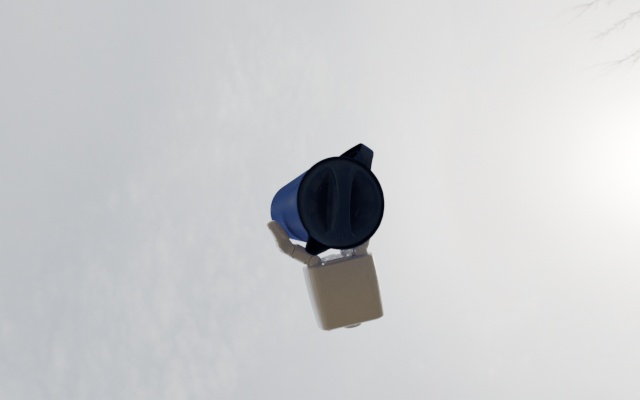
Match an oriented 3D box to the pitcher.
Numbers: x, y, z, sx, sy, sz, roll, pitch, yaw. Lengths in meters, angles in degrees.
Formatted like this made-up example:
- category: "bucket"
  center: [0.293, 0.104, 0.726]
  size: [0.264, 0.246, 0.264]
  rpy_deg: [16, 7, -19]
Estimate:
- category: "pitcher"
  center: [0.000, 0.003, 0.781]
  size: [0.149, 0.145, 0.243]
  rpy_deg: [-16, 1, -19]
